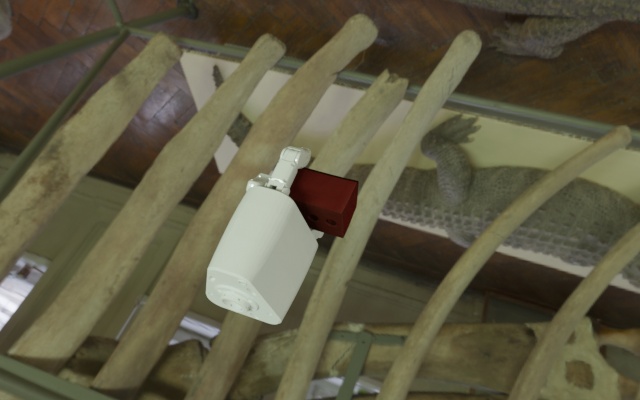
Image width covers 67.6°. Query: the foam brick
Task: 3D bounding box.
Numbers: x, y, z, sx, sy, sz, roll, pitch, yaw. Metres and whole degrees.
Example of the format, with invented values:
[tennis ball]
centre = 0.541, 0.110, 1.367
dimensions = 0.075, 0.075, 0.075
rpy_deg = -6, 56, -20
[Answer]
[foam brick]
centre = 0.000, 0.002, 0.563
dimensions = 0.078, 0.051, 0.053
rpy_deg = 15, -35, 14
